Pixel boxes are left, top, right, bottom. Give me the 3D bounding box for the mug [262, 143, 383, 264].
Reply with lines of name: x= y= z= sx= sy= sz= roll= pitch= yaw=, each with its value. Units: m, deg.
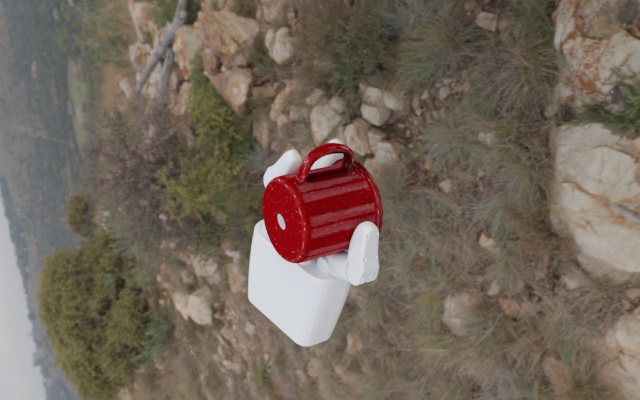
mug: x=0.000 y=0.000 z=0.442 sx=0.081 sy=0.117 sz=0.093 roll=-13 pitch=41 yaw=-32
